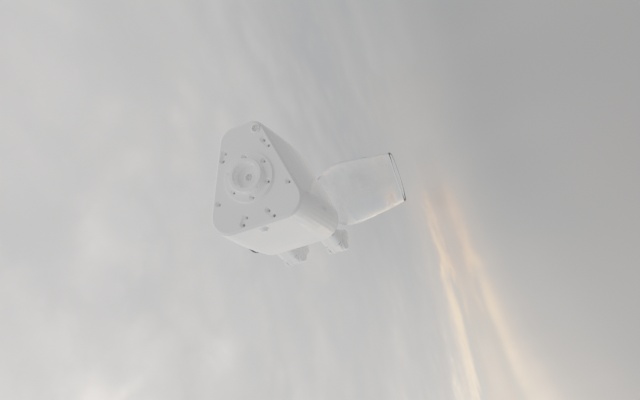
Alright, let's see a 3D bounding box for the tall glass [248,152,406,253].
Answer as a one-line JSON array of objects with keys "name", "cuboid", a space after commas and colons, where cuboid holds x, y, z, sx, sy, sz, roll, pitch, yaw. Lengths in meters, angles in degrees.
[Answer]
[{"name": "tall glass", "cuboid": [-0.001, 0.002, 0.590, 0.201, 0.079, 0.079, -18, -4, 13]}]
